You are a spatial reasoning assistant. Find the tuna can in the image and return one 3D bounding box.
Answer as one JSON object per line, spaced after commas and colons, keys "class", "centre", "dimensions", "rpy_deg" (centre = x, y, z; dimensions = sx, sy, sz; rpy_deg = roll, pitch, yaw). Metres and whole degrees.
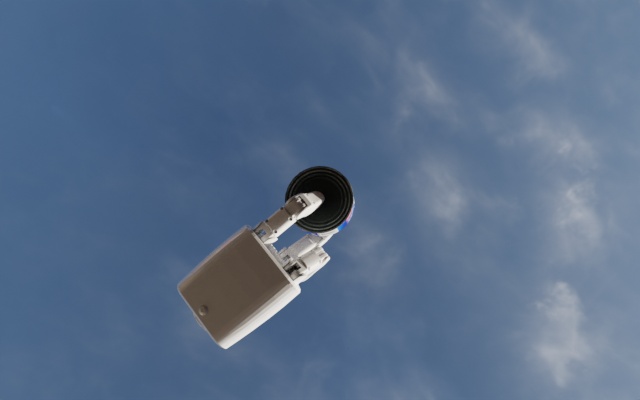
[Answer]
{"class": "tuna can", "centre": [0.000, 0.002, 0.604], "dimensions": [0.086, 0.086, 0.034], "rpy_deg": [0, -13, 8]}
